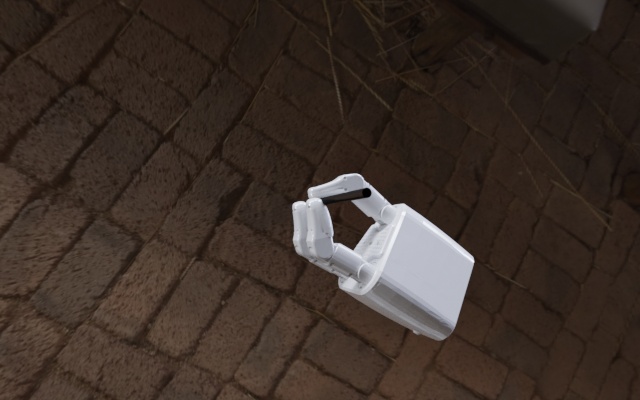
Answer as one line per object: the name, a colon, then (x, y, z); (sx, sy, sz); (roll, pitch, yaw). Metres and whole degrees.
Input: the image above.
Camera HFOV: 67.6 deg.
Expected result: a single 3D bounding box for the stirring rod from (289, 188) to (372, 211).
stirring rod: (0.000, 0.002, 0.481); (0.011, 0.011, 0.239); (0, -4, -17)
